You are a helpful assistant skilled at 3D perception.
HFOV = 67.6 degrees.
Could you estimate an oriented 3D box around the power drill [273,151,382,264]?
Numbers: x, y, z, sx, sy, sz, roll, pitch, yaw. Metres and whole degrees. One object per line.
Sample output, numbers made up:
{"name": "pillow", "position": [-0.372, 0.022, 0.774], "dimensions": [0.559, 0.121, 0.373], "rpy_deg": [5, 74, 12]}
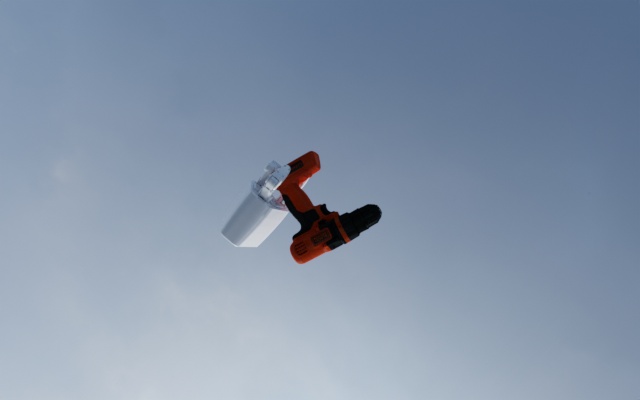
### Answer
{"name": "power drill", "position": [0.000, 0.003, 0.898], "dimensions": [0.184, 0.187, 0.057], "rpy_deg": [-28, -21, 5]}
